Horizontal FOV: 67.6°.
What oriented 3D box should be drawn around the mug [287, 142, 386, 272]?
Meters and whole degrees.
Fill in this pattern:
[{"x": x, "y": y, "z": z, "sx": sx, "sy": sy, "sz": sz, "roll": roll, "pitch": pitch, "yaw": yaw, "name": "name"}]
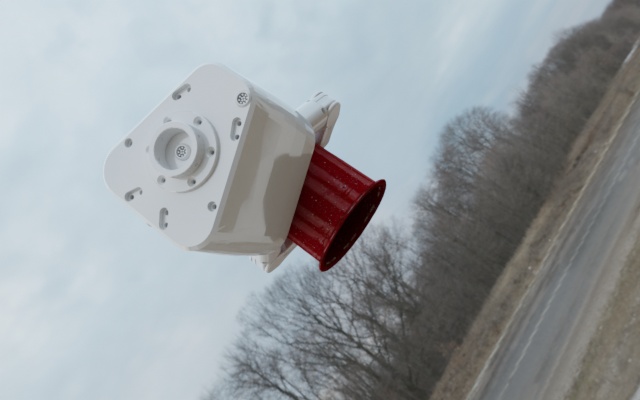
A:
[{"x": 0.000, "y": 0.001, "z": 0.422, "sx": 0.081, "sy": 0.093, "sz": 0.117, "roll": 35, "pitch": 3, "yaw": 16, "name": "mug"}]
